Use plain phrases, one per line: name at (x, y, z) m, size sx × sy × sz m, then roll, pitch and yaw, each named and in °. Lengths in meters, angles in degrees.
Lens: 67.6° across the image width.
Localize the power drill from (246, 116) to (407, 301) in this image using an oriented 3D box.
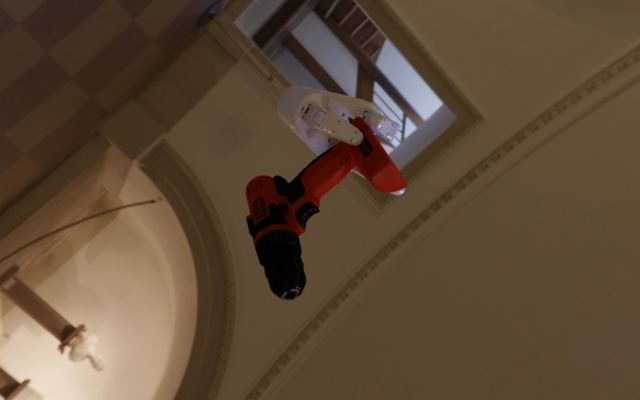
power drill at (0.000, 0.001, 0.546) m, size 0.187 × 0.184 × 0.057 m, roll -33°, pitch -44°, yaw 11°
